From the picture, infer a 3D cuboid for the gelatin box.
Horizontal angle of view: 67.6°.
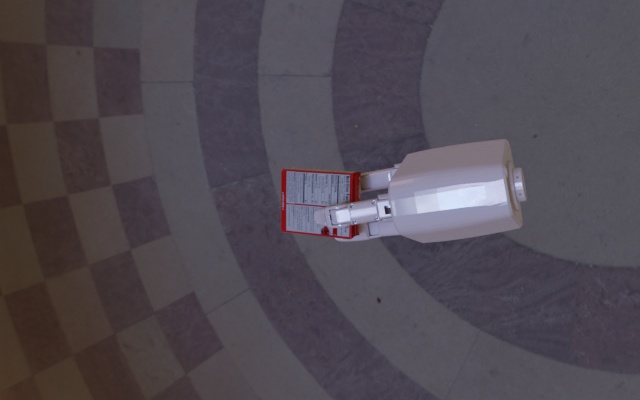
[{"bbox_3d":[0.000,0.002,0.536,0.089,0.073,0.030,4,10,22],"label":"gelatin box"}]
